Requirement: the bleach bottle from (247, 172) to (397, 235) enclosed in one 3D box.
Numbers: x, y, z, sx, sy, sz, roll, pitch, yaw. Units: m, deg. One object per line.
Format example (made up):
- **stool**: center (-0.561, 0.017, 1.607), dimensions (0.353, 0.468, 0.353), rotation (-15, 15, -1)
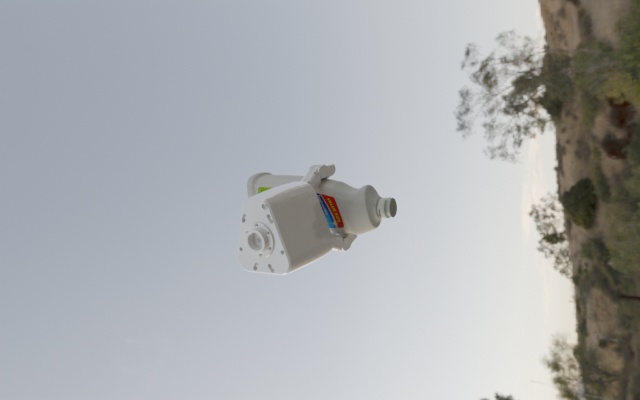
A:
- **bleach bottle**: center (0.000, 0.003, 0.764), dimensions (0.251, 0.102, 0.068), rotation (0, 12, 33)
